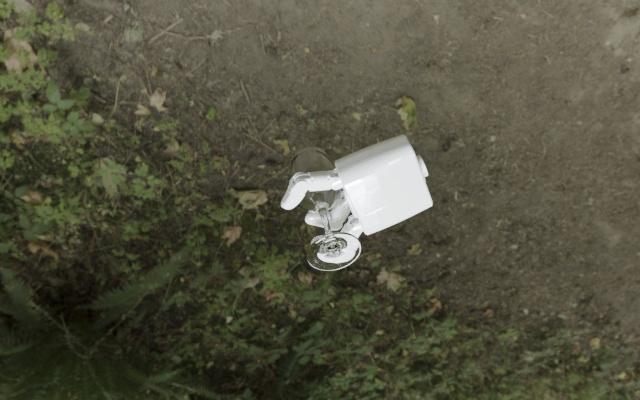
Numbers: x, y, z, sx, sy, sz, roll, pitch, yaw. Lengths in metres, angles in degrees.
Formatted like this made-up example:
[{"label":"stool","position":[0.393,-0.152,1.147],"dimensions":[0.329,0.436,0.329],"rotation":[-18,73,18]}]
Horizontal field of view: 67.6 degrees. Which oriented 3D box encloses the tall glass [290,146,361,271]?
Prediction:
[{"label":"tall glass","position":[0.000,0.003,0.700],"dimensions":[0.079,0.079,0.200],"rotation":[0,42,-15]}]
